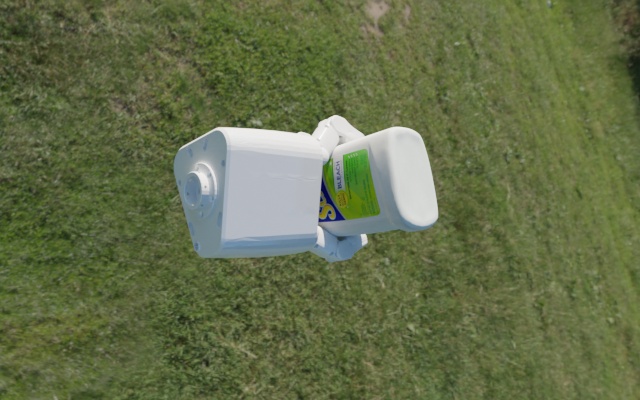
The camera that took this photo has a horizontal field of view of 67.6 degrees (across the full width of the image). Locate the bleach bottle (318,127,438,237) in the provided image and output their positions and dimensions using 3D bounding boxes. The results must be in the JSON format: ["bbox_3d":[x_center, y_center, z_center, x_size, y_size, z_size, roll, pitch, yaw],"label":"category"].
[{"bbox_3d":[0.000,0.002,0.527,0.251,0.102,0.068,-16,-10,43],"label":"bleach bottle"}]
